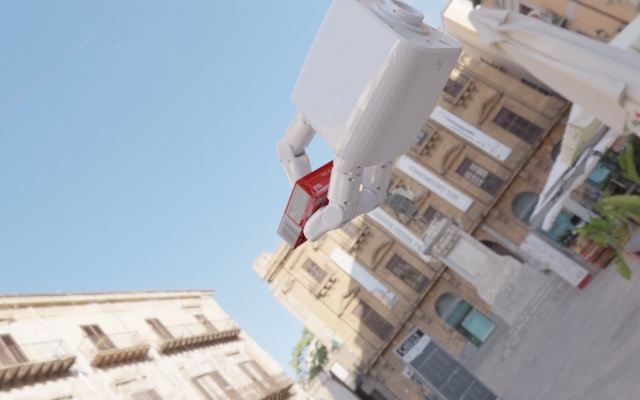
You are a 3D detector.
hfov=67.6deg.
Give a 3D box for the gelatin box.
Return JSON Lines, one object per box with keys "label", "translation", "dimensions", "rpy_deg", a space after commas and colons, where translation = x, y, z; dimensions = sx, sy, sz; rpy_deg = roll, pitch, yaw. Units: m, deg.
{"label": "gelatin box", "translation": [0.000, 0.001, 0.482], "dimensions": [0.073, 0.030, 0.089], "rpy_deg": [-31, -22, -37]}
